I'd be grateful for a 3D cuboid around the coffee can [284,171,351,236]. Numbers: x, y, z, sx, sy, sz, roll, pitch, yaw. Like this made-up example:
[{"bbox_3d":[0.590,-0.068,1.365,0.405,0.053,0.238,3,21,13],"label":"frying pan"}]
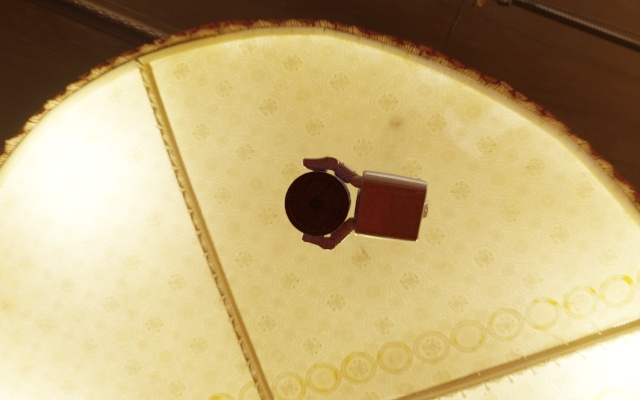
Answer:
[{"bbox_3d":[0.000,0.003,0.810,0.103,0.103,0.140,0,2,5],"label":"coffee can"}]
